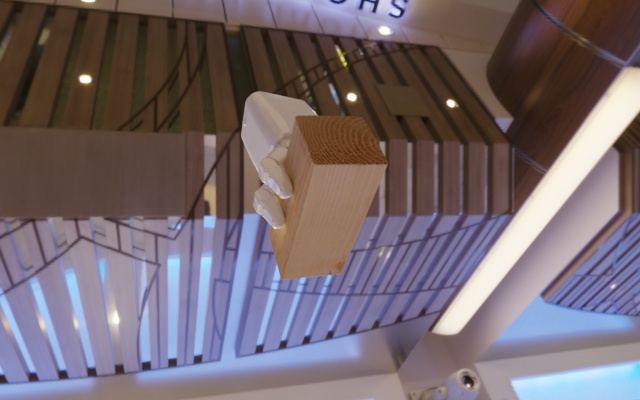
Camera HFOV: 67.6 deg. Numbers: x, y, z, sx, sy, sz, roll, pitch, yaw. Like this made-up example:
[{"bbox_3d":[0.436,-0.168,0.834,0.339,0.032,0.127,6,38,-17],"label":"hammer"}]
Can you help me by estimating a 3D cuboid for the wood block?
[{"bbox_3d":[0.000,0.002,0.611,0.091,0.090,0.206,-3,-43,-21],"label":"wood block"}]
